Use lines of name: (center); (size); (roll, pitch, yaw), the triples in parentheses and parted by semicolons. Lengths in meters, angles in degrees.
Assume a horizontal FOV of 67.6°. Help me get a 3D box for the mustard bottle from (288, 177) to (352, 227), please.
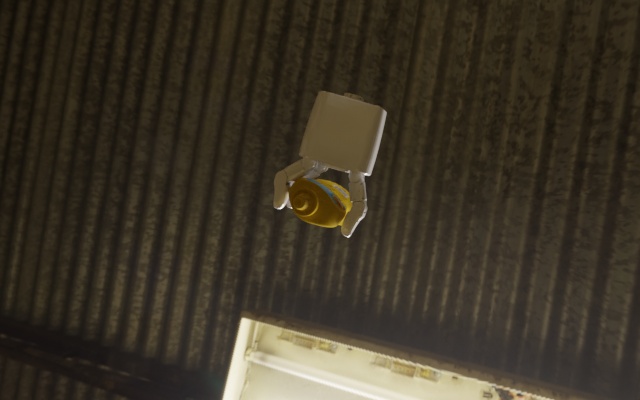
mustard bottle: (0.000, 0.003, 0.766); (0.096, 0.058, 0.191); (43, 12, 14)
